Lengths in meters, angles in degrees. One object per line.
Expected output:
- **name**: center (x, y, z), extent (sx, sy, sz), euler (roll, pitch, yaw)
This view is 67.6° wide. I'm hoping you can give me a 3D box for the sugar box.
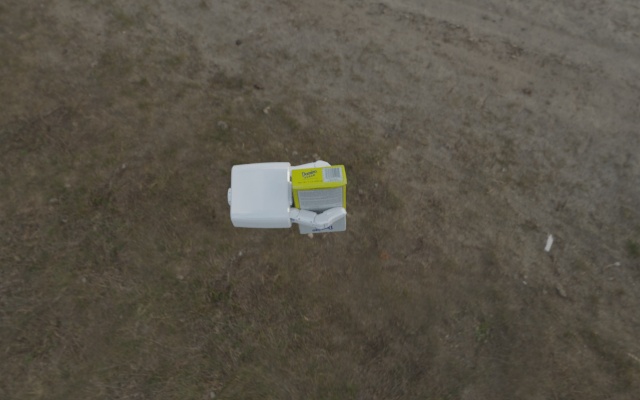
- **sugar box**: center (0.000, 0.002, 0.881), extent (0.093, 0.048, 0.176), euler (-4, -28, 0)
